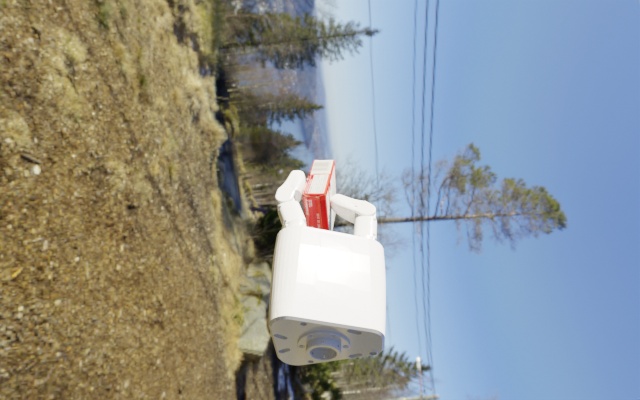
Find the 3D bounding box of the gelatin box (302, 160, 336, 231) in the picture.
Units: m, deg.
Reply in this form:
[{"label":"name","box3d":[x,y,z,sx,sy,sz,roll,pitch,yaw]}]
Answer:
[{"label":"gelatin box","box3d":[0.001,0.002,0.585,0.030,0.073,0.089,1,32,9]}]
